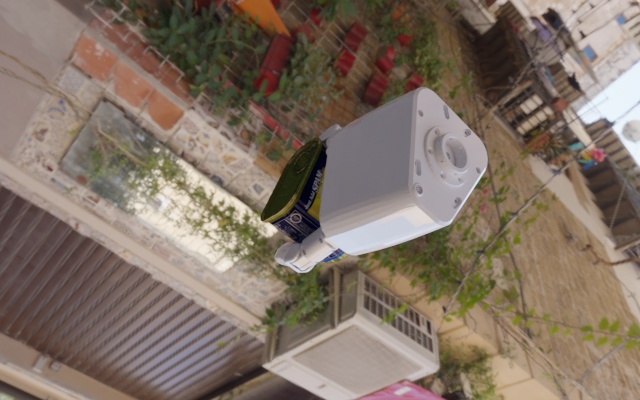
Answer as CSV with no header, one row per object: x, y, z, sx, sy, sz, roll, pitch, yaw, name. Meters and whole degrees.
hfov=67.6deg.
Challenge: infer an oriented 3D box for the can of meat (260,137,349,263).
0.000,0.002,0.486,0.084,0.102,0.057,38,-38,-21,can of meat
